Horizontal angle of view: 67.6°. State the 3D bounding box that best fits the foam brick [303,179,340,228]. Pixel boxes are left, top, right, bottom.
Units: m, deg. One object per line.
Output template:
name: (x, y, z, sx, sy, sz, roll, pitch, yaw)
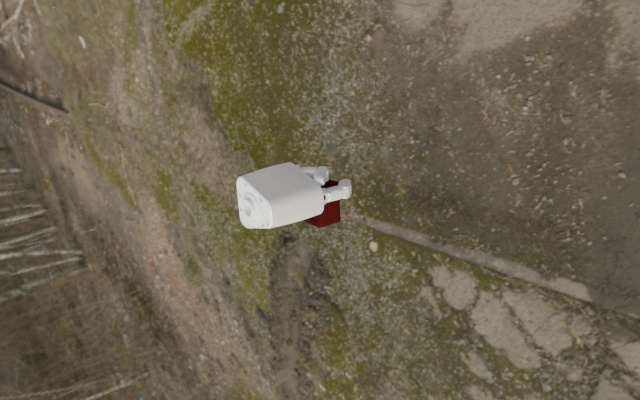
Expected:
foam brick: (0.000, 0.003, 0.870, 0.051, 0.078, 0.053, -18, 25, -36)
